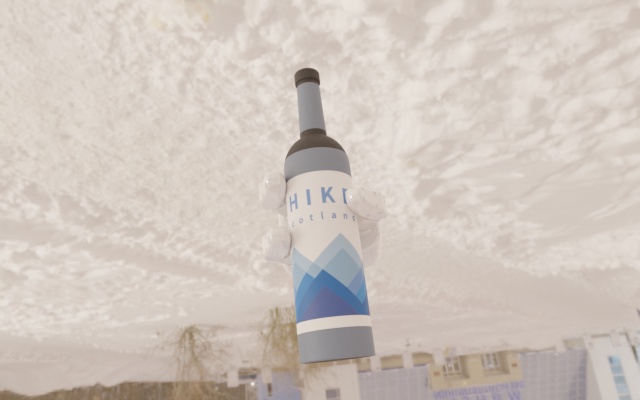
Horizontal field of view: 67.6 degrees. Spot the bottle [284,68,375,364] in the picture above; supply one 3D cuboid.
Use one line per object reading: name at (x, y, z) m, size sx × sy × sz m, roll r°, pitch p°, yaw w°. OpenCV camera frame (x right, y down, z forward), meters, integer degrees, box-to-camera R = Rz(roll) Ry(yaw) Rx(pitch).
bottle at (0.000, 0.002, 0.466) m, size 0.069 × 0.295 × 0.069 m, roll -6°, pitch -20°, yaw -2°
